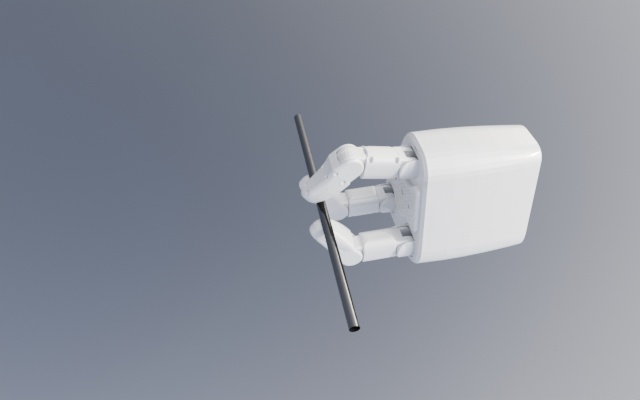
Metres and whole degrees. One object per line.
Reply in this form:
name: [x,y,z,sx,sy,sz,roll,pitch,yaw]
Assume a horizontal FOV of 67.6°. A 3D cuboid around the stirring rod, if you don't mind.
stirring rod: [0.000,0.001,0.404,0.011,0.239,0.011,-8,-43,-8]
